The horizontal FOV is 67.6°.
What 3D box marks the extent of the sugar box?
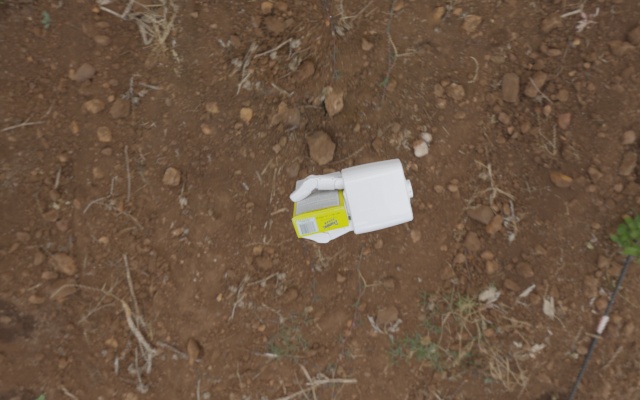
[{"bbox_3d":[0.000,0.003,0.882,0.093,0.048,0.176,-12,20,6],"label":"sugar box"}]
